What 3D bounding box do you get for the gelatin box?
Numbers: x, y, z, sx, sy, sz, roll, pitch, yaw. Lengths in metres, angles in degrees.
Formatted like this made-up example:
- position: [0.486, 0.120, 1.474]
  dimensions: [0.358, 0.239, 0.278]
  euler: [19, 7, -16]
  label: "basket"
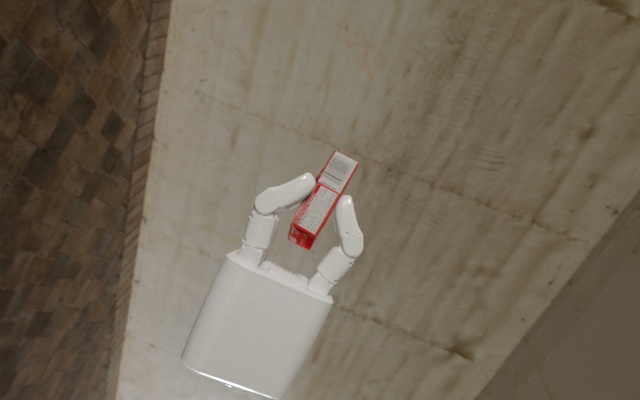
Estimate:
- position: [0.001, 0.002, 0.481]
  dimensions: [0.030, 0.089, 0.073]
  euler: [30, -15, 2]
  label: "gelatin box"
